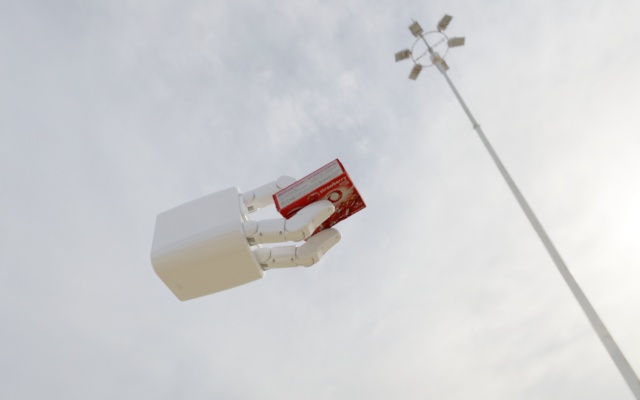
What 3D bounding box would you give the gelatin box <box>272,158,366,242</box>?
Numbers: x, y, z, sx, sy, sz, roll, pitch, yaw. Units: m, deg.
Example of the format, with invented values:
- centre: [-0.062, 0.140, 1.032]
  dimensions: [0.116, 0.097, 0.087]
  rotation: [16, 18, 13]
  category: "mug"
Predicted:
- centre: [0.000, 0.001, 0.556]
  dimensions: [0.089, 0.030, 0.073]
  rotation: [-30, -41, 6]
  category: "gelatin box"
